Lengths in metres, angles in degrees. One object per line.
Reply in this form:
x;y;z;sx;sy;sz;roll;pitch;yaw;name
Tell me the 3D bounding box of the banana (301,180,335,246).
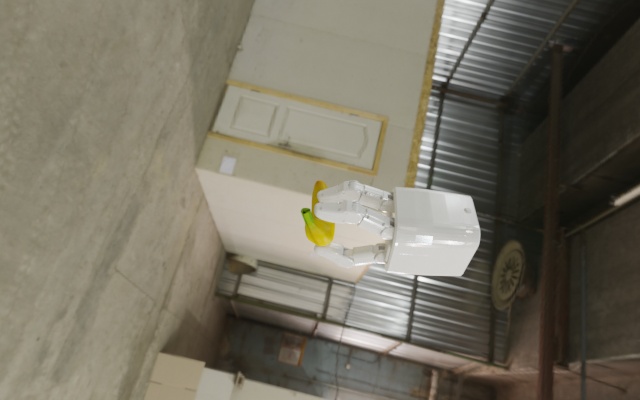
0.001;0.021;0.682;0.037;0.070;0.197;-4;12;4;banana
